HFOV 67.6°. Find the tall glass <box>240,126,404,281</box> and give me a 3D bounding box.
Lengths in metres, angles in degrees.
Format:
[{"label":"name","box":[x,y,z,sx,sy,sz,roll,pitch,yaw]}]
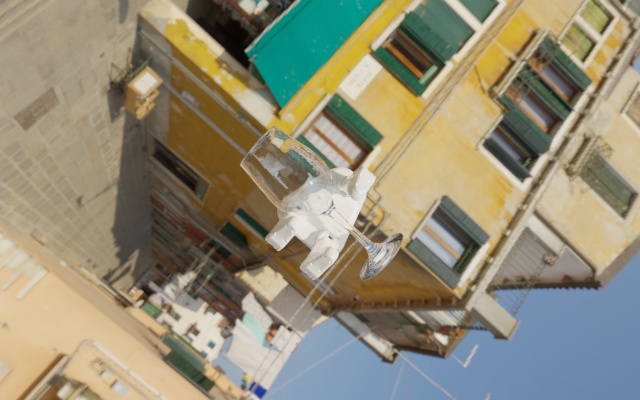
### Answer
[{"label":"tall glass","box":[0.001,0.002,0.565,0.201,0.079,0.079,42,-6,-7]}]
